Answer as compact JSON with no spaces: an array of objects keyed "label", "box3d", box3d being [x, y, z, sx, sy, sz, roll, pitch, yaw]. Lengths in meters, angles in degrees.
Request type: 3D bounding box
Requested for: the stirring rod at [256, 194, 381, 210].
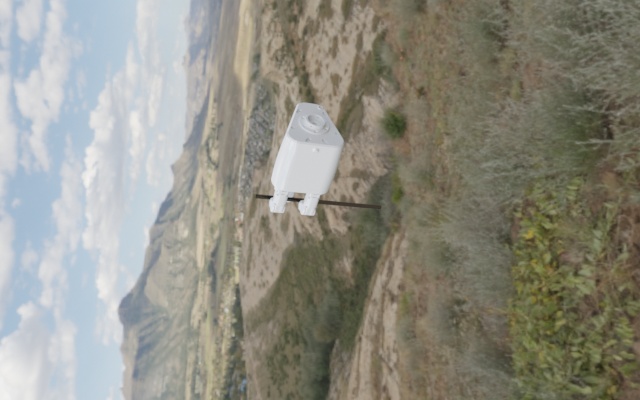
[{"label":"stirring rod","box3d":[0.000,0.003,0.887,0.239,0.011,0.011,5,-2,-16]}]
